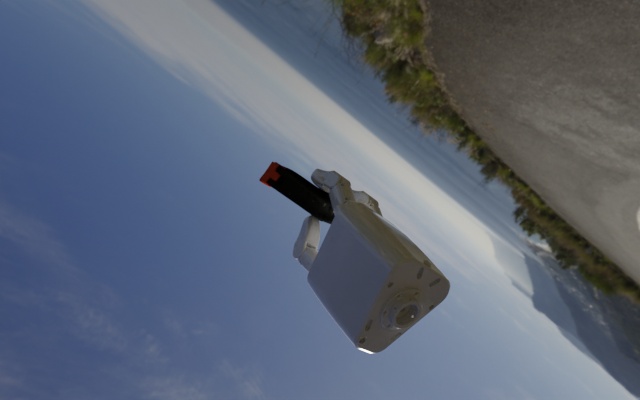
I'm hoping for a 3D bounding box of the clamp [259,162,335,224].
[{"bbox_3d":[-0.001,0.003,0.616,0.210,0.036,0.164,32,6,-38],"label":"clamp"}]
